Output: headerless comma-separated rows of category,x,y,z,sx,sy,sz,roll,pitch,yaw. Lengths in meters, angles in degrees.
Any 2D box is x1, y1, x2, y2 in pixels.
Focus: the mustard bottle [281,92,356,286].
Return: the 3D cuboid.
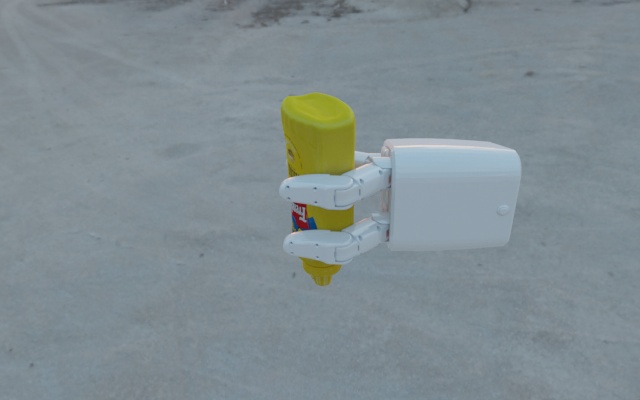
mustard bottle,0.000,0.001,0.457,0.058,0.192,0.096,-13,31,-18
